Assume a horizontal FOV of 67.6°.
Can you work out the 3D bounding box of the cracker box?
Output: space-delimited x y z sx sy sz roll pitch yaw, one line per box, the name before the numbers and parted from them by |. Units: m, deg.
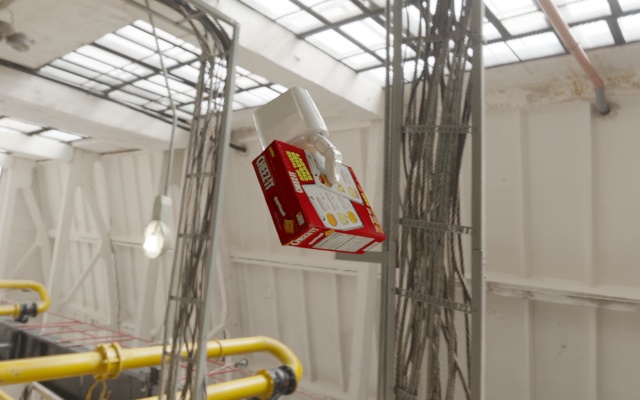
cracker box | 0.000 0.003 0.809 0.072 0.164 0.214 -39 -31 28
